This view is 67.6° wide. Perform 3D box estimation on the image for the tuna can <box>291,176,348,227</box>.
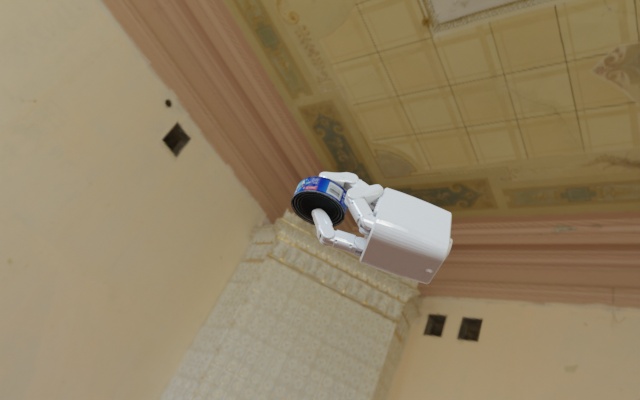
[{"bbox_3d":[0.000,0.002,0.737,0.086,0.033,0.086,13,-37,10],"label":"tuna can"}]
